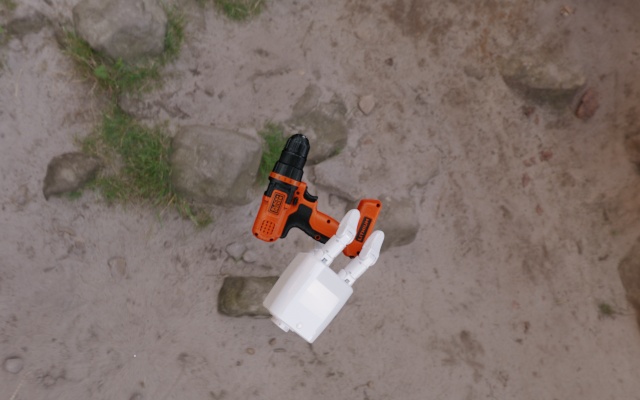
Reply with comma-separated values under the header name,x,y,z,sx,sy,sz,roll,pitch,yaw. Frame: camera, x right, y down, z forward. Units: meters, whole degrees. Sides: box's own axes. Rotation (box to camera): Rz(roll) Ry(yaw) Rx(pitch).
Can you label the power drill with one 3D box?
name,x,y,z,sx,sy,sz,roll,pitch,yaw
power drill,0.000,0.003,0.784,0.187,0.184,0.057,21,3,-5
